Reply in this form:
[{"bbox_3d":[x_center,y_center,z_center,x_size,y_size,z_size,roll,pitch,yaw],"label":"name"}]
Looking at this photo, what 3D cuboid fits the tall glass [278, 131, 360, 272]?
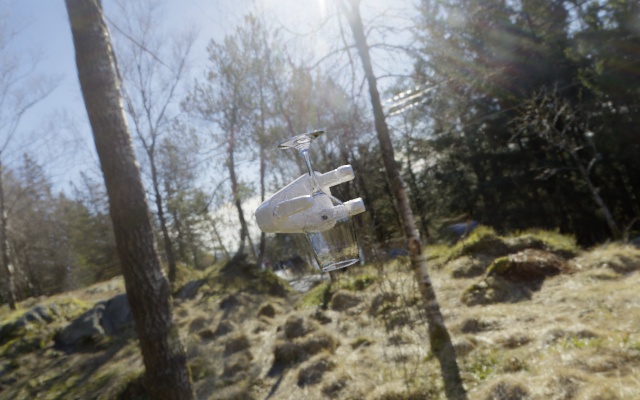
[{"bbox_3d":[0.000,0.002,0.719,0.079,0.201,0.079,-17,-2,-1],"label":"tall glass"}]
